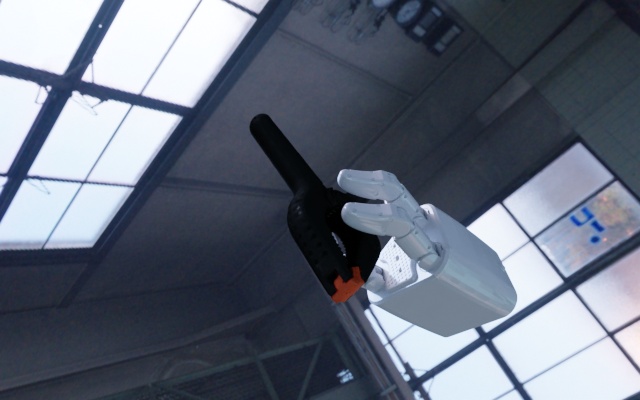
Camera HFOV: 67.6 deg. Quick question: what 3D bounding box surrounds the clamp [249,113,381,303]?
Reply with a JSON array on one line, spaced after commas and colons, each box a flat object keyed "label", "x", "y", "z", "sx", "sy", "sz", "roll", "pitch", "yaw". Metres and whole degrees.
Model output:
[{"label": "clamp", "x": 0.000, "y": 0.002, "z": 0.447, "sx": 0.164, "sy": 0.036, "sz": 0.209, "roll": 29, "pitch": 30, "yaw": -21}]
